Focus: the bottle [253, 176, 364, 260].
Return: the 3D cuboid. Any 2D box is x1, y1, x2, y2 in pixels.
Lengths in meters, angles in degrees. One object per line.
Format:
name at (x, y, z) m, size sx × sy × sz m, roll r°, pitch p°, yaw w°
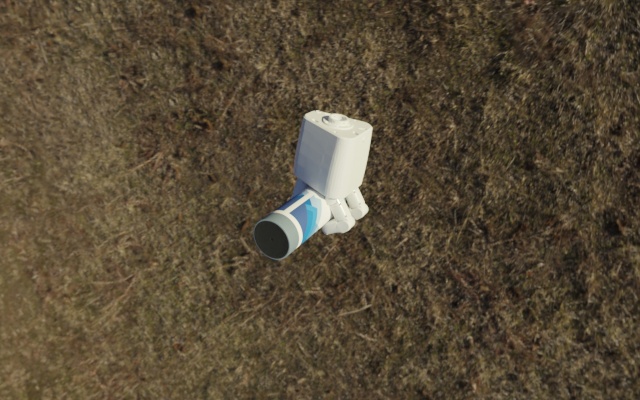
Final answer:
bottle at (0.000, 0.003, 0.813) m, size 0.069 × 0.069 × 0.295 m, roll 0°, pitch 22°, yaw 32°
